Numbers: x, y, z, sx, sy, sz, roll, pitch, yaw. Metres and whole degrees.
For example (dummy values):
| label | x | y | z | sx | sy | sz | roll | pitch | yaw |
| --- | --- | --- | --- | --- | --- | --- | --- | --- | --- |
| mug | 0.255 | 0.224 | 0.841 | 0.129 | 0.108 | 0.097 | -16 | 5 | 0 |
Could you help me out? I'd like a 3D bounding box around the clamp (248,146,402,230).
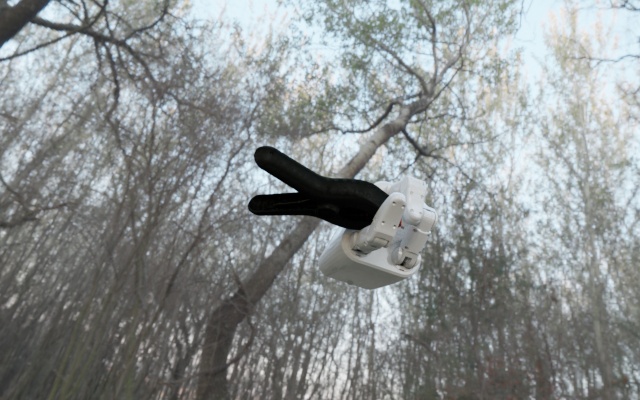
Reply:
| label | x | y | z | sx | sy | sz | roll | pitch | yaw |
| --- | --- | --- | --- | --- | --- | --- | --- | --- | --- |
| clamp | 0.000 | 0.001 | 0.515 | 0.171 | 0.039 | 0.120 | 20 | -25 | -11 |
